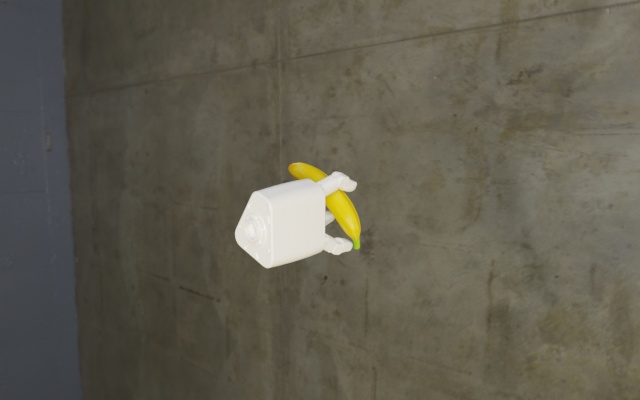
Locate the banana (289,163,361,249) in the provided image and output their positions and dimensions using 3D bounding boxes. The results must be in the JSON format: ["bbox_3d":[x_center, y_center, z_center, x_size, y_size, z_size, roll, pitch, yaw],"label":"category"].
[{"bbox_3d":[0.009,-0.006,0.812,0.037,0.197,0.070,-21,-27,-39],"label":"banana"}]
